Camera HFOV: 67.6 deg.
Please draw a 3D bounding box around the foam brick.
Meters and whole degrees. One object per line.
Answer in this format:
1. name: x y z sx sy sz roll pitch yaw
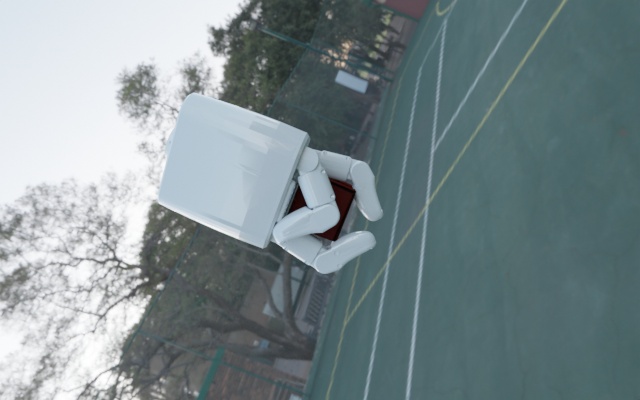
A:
1. foam brick: 0.000 0.002 0.468 0.051 0.053 0.078 21 5 -2
